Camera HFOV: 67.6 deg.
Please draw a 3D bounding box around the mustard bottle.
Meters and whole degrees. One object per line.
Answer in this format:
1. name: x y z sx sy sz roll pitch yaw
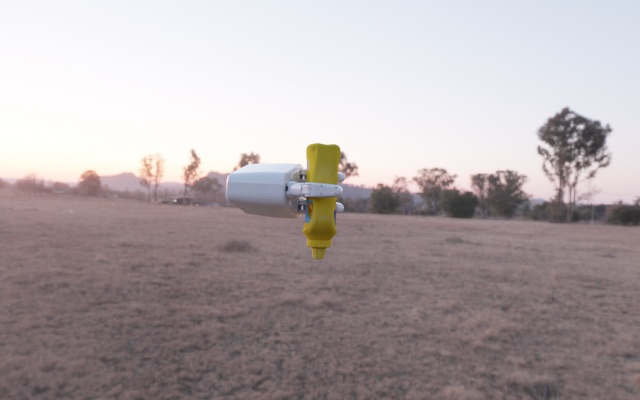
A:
1. mustard bottle: 0.000 0.002 0.805 0.058 0.191 0.096 3 0 -9
